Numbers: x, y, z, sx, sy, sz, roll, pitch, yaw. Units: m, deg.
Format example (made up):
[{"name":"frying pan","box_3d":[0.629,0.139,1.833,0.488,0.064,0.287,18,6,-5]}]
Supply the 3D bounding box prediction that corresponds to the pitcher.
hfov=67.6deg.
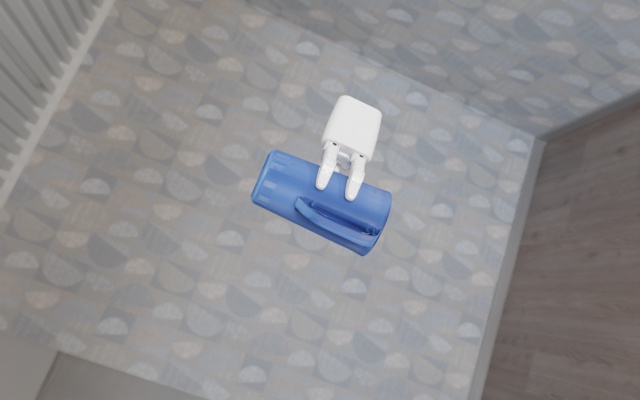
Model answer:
[{"name":"pitcher","box_3d":[0.000,0.003,0.877,0.243,0.145,0.149,23,-25,-8]}]
